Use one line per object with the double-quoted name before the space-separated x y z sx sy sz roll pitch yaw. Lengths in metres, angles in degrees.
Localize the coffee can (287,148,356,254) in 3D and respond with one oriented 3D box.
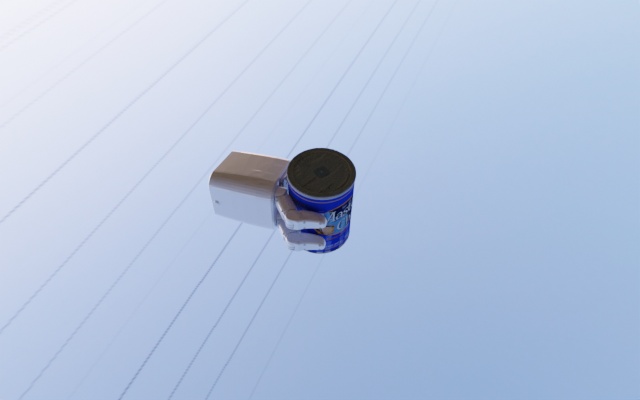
"coffee can" 0.000 0.002 0.753 0.103 0.102 0.140 0 -41 -2
